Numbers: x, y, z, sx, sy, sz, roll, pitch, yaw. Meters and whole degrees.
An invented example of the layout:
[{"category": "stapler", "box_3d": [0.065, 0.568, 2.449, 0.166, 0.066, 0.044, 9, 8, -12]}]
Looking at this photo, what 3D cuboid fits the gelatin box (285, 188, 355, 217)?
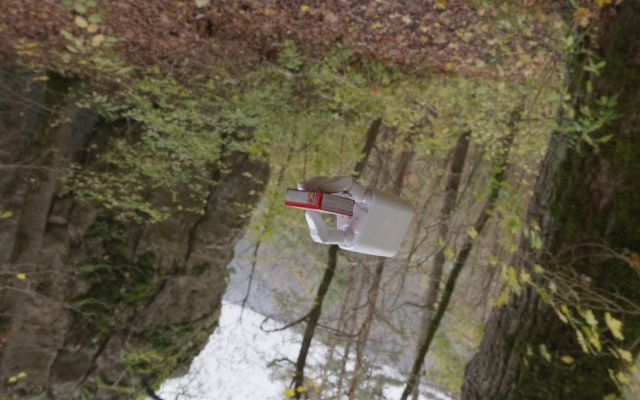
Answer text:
[{"category": "gelatin box", "box_3d": [0.000, 0.003, 0.754, 0.073, 0.030, 0.089, 8, -3, 39]}]
